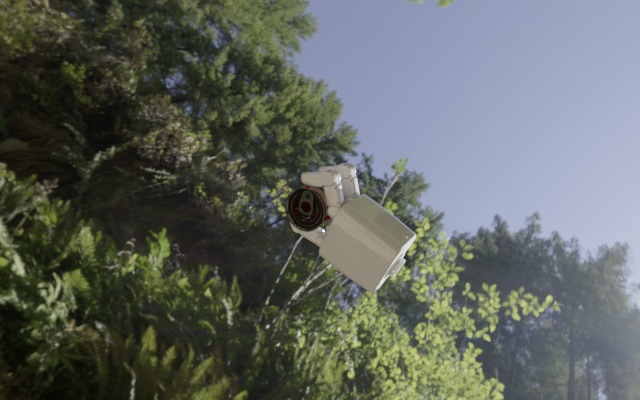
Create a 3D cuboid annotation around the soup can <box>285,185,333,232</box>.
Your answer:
[{"bbox_3d":[0.000,0.002,0.750,0.068,0.068,0.102,0,13,29],"label":"soup can"}]
